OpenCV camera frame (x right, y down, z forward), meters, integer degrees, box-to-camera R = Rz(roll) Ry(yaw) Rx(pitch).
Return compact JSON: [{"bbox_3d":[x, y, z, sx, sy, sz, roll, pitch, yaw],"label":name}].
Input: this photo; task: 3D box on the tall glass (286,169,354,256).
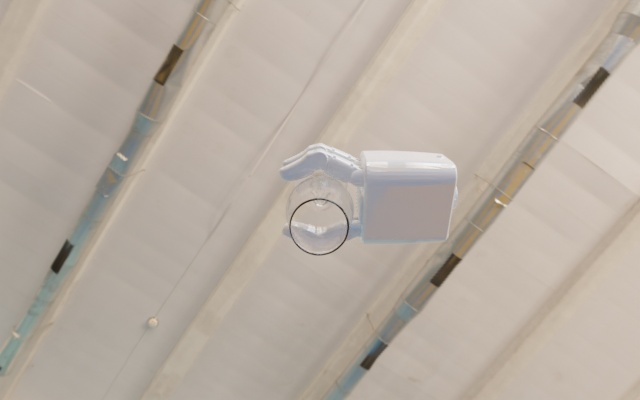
[{"bbox_3d":[0.000,0.002,0.582,0.079,0.079,0.201,0,15,1],"label":"tall glass"}]
